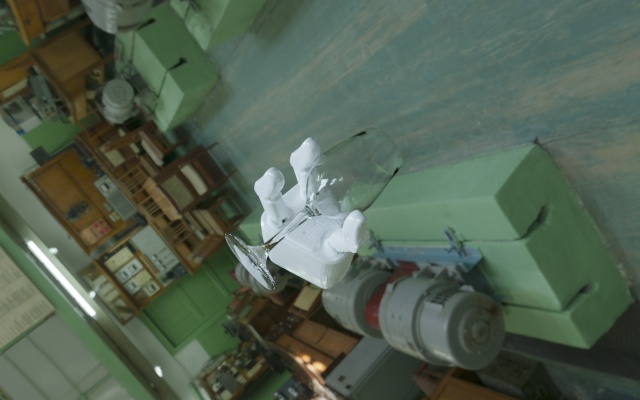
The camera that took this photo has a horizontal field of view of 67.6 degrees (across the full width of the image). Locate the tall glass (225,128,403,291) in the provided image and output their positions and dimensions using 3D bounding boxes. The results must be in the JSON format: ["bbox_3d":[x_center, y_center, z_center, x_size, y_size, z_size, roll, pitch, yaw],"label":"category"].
[{"bbox_3d":[0.000,0.002,0.510,0.201,0.079,0.079,-40,17,-21],"label":"tall glass"}]
